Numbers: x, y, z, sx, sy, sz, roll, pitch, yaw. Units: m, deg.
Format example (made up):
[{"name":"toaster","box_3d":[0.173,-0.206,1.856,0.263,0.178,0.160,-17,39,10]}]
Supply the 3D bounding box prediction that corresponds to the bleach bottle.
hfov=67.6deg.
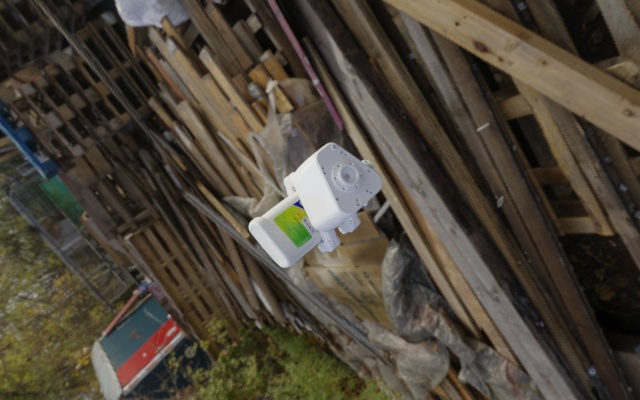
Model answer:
[{"name":"bleach bottle","box_3d":[0.000,0.003,0.844,0.250,0.102,0.068,-41,3,-25]}]
